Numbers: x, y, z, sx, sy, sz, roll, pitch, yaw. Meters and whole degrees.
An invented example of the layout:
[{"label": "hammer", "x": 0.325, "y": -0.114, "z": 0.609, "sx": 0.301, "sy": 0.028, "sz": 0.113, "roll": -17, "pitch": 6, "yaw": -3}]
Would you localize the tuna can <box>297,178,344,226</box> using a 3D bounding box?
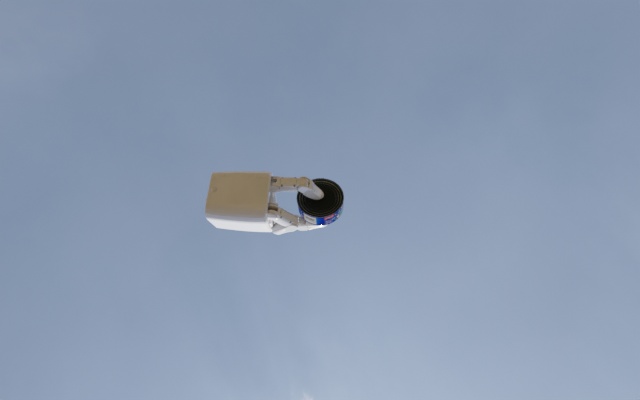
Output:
[{"label": "tuna can", "x": 0.000, "y": 0.003, "z": 0.876, "sx": 0.086, "sy": 0.086, "sz": 0.034, "roll": 0, "pitch": -34, "yaw": 3}]
